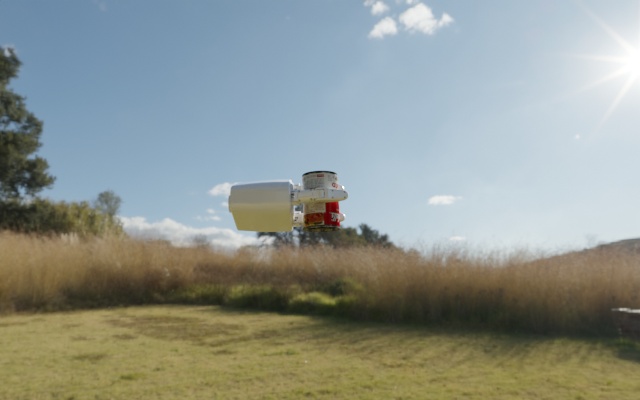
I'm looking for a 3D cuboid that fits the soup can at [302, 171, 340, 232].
[{"bbox_3d":[0.001,0.003,0.869,0.068,0.102,0.068,-2,-11,0],"label":"soup can"}]
